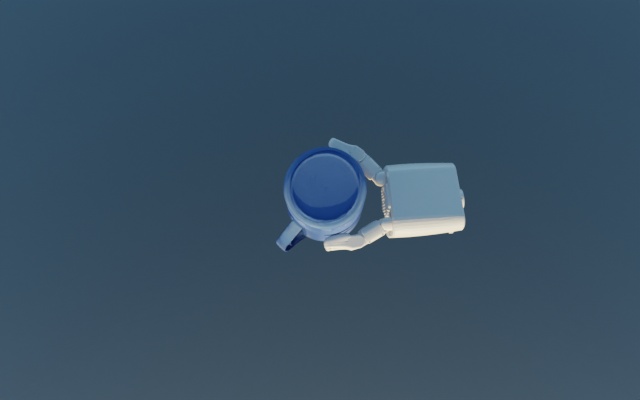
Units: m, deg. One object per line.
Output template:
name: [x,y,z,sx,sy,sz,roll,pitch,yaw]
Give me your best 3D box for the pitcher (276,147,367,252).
pitcher: [0.000,0.002,0.724,0.145,0.149,0.243,-1,-5,1]
